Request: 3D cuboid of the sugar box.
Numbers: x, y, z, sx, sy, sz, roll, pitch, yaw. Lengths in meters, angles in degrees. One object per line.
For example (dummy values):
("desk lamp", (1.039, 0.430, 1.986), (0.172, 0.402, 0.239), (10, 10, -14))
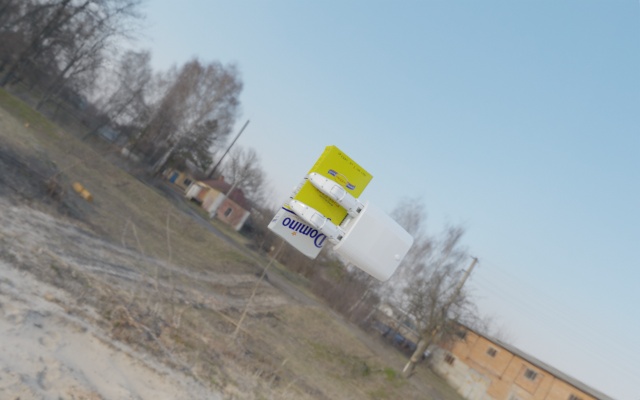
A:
("sugar box", (0.000, 0.003, 0.807), (0.093, 0.176, 0.048), (37, -8, -15))
